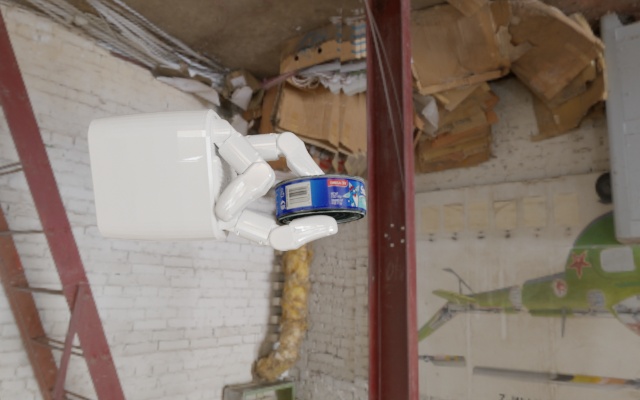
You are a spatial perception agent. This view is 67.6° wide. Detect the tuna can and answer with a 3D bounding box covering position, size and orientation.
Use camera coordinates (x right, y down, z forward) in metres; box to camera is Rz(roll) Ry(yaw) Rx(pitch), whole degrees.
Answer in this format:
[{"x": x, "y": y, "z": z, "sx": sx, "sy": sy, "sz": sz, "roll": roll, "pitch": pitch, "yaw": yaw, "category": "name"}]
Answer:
[{"x": 0.000, "y": 0.002, "z": 0.449, "sx": 0.086, "sy": 0.033, "sz": 0.086, "roll": -4, "pitch": -11, "yaw": -1, "category": "tuna can"}]
